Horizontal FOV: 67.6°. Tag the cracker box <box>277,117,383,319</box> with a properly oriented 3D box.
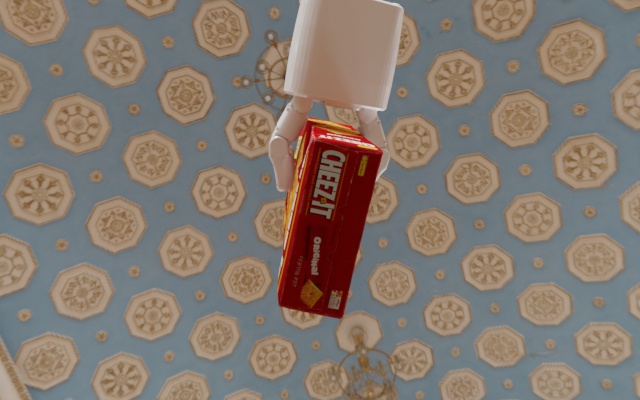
[{"bbox_3d":[0.000,0.002,0.524,0.072,0.164,0.213,11,14,-5],"label":"cracker box"}]
